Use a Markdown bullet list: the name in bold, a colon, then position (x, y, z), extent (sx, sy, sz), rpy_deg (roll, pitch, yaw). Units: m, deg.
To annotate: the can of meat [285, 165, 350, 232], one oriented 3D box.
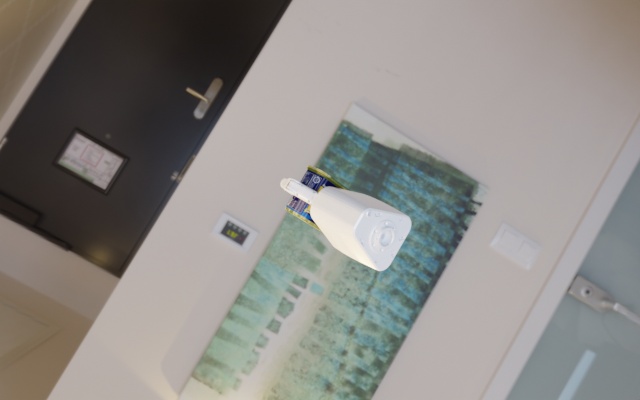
- **can of meat**: position (0.000, 0.003, 0.799), extent (0.102, 0.084, 0.057), rpy_deg (33, -4, -41)
